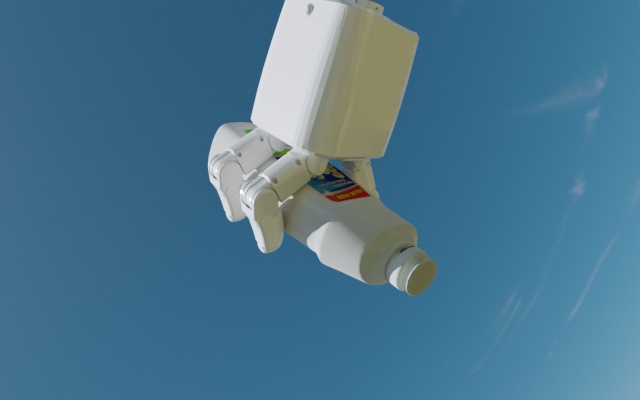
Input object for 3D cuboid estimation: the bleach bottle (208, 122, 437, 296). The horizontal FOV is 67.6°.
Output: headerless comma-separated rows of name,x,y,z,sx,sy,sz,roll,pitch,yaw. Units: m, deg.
bleach bottle,0.000,0.001,0.408,0.102,0.068,0.250,3,22,-41
